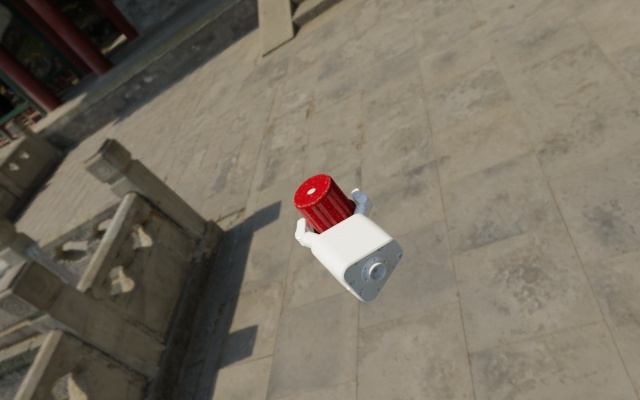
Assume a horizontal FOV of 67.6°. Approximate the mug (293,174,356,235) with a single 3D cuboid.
[{"bbox_3d":[-0.001,0.002,0.865,0.081,0.093,0.117,50,-7,-33],"label":"mug"}]
